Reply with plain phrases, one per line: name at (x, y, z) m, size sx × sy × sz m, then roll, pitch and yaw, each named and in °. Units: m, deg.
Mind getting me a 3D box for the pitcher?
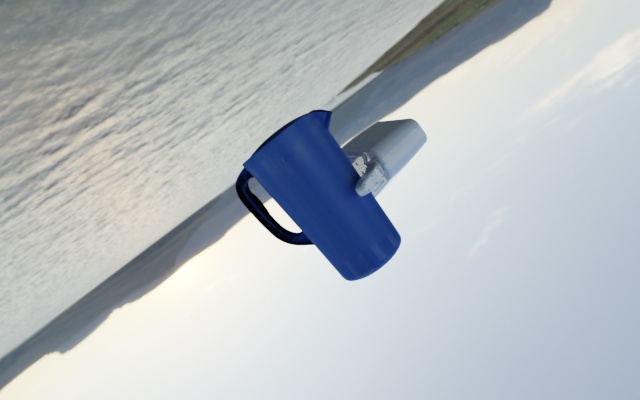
pitcher at (0.000, 0.002, 0.706) m, size 0.145 × 0.243 × 0.149 m, roll -42°, pitch 9°, yaw -29°
